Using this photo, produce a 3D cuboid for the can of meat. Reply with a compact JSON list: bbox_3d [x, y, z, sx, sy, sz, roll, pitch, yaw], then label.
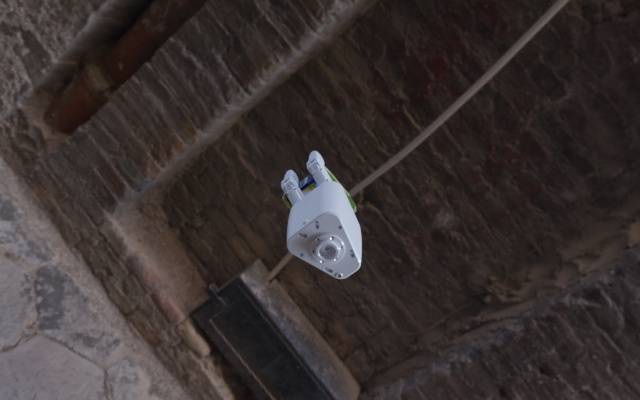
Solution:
[{"bbox_3d":[0.000,0.003,0.820,0.084,0.102,0.057,-37,15,17],"label":"can of meat"}]
